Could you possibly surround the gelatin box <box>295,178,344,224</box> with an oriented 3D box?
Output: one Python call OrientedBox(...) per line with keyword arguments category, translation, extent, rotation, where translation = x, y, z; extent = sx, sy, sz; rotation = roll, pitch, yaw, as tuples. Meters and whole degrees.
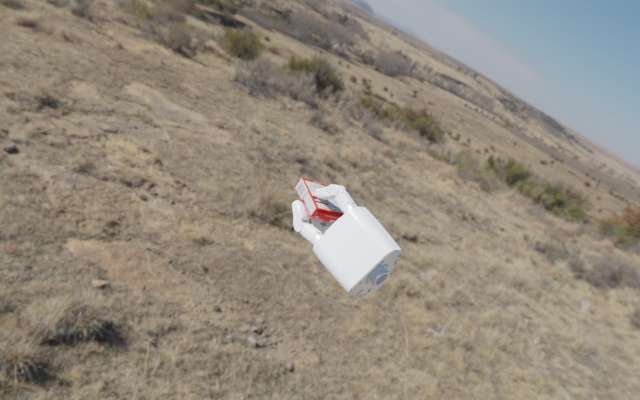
OrientedBox(category="gelatin box", translation=(0.000, 0.002, 0.896), extent=(0.073, 0.030, 0.089), rotation=(15, 34, -38))
